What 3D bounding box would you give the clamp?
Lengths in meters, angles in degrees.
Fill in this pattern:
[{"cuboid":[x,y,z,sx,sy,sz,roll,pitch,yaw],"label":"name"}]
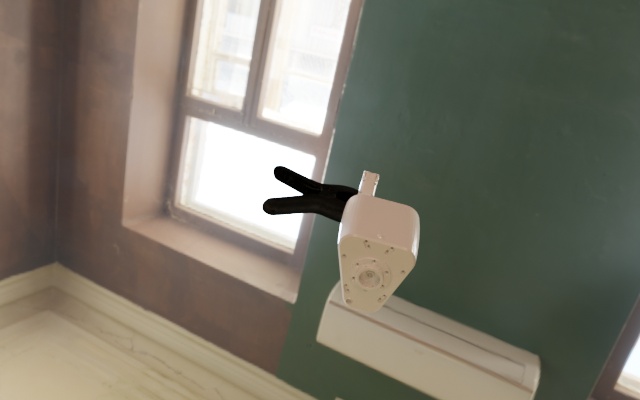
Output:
[{"cuboid":[0.000,0.003,0.673,0.171,0.039,0.120,15,35,5],"label":"clamp"}]
